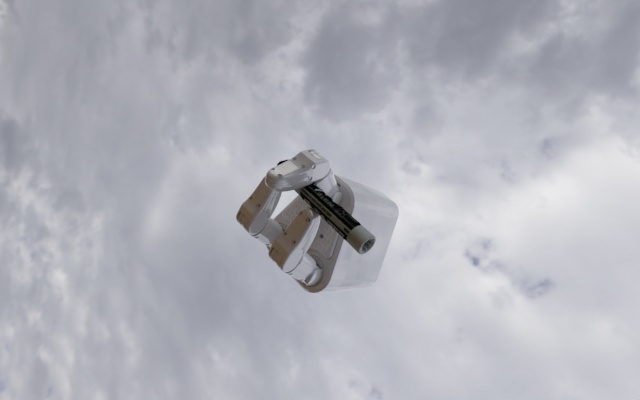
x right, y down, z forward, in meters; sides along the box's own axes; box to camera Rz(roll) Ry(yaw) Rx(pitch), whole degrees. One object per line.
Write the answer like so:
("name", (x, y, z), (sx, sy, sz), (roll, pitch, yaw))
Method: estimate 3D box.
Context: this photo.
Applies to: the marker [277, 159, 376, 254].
("marker", (0.000, 0.001, 0.409), (0.020, 0.020, 0.121), (0, 35, -49))
